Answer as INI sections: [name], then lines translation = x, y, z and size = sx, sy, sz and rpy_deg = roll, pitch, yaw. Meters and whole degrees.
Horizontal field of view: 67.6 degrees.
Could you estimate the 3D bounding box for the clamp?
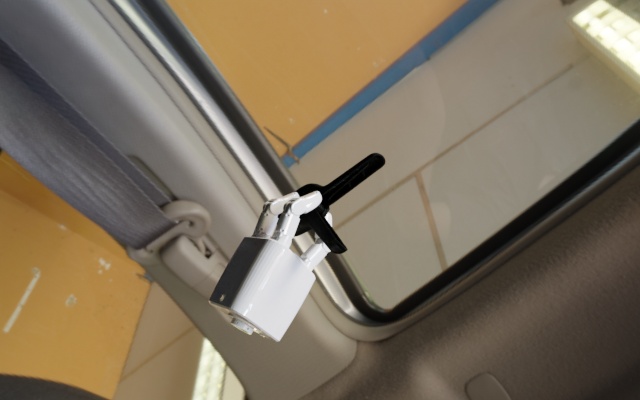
[clamp]
translation = 0.000, 0.003, 0.713
size = 0.036, 0.164, 0.210
rpy_deg = 44, -26, -28
